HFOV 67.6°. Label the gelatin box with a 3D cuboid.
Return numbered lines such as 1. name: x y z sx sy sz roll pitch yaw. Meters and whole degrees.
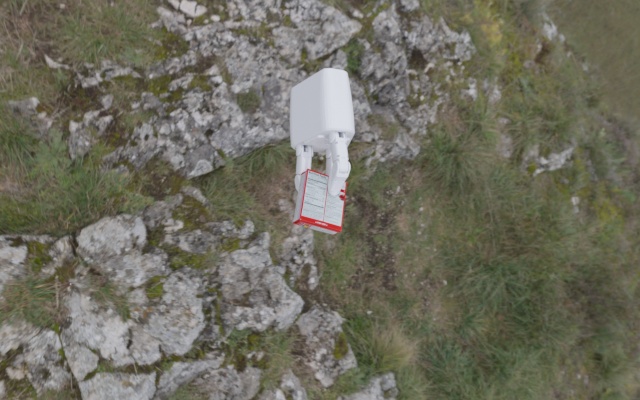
1. gelatin box: 0.000 0.003 0.755 0.073 0.089 0.030 17 -23 -23
